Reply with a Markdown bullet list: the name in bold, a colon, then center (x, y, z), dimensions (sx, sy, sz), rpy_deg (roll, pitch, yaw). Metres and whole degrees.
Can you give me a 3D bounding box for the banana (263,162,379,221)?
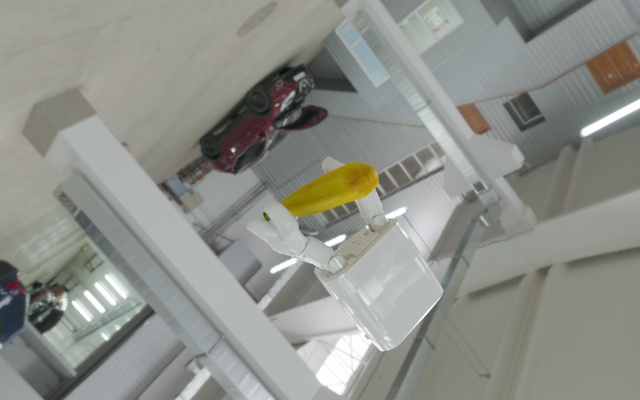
- **banana**: center (0.011, -0.008, 0.497), dimensions (0.069, 0.037, 0.198), rpy_deg (-39, 8, -32)
